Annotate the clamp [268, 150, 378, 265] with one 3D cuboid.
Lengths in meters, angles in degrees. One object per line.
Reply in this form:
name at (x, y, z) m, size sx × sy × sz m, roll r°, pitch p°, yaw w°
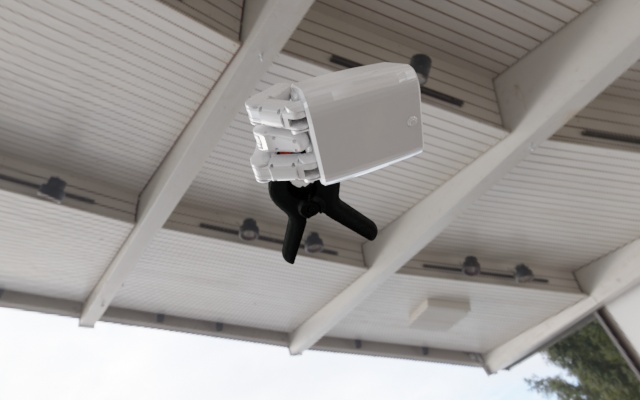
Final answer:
clamp at (0.000, 0.001, 0.545) m, size 0.120 × 0.172 × 0.039 m, roll -14°, pitch 41°, yaw -2°
